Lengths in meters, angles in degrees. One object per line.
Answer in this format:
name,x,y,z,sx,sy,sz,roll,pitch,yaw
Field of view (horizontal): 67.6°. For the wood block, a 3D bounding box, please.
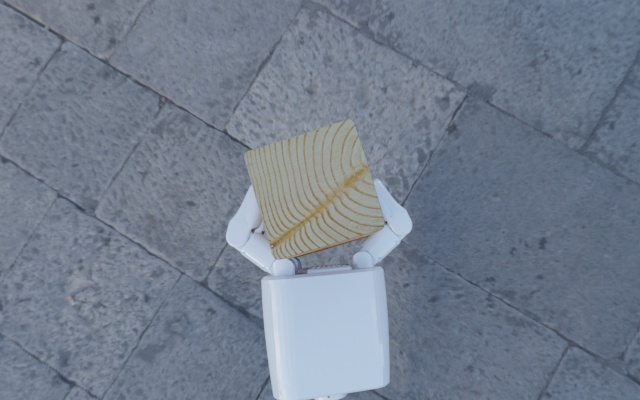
wood block,0.000,0.002,0.463,0.091,0.090,0.206,-17,-6,1
